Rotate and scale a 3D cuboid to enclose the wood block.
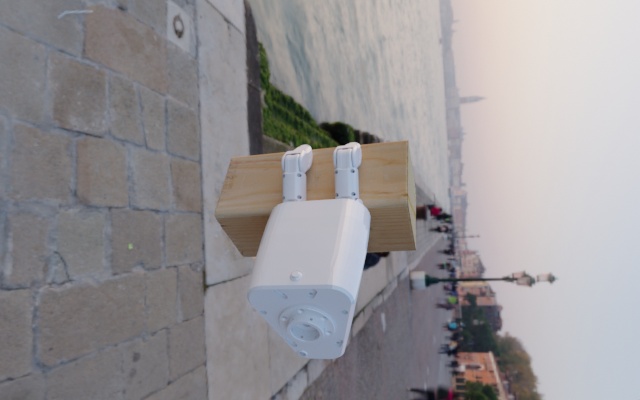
[{"bbox_3d":[0.000,0.002,0.542,0.206,0.090,0.091,-4,-38,15],"label":"wood block"}]
